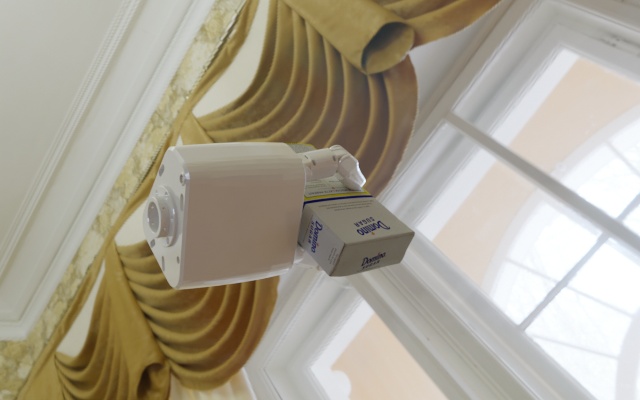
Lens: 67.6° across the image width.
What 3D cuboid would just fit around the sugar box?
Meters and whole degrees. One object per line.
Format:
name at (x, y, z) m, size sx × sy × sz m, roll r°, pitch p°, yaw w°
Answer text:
sugar box at (0.000, 0.002, 0.480) m, size 0.093 × 0.048 × 0.176 m, roll -5°, pitch 39°, yaw -39°
